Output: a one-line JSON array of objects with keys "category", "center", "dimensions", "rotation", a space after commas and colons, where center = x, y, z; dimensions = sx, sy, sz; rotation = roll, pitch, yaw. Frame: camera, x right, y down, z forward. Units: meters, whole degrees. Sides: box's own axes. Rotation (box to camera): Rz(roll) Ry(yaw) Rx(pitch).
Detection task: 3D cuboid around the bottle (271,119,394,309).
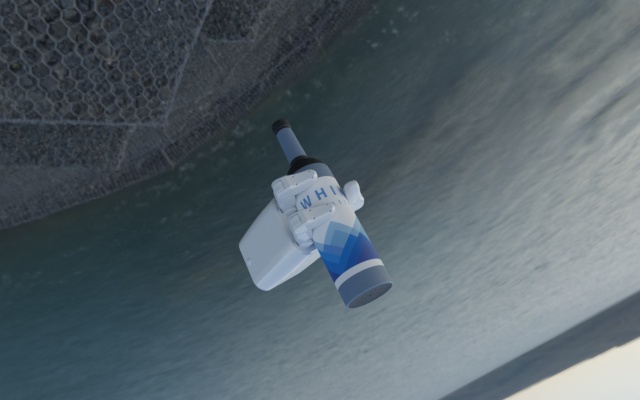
[{"category": "bottle", "center": [0.000, 0.002, 0.658], "dimensions": [0.069, 0.295, 0.069], "rotation": [-22, -27, -12]}]
